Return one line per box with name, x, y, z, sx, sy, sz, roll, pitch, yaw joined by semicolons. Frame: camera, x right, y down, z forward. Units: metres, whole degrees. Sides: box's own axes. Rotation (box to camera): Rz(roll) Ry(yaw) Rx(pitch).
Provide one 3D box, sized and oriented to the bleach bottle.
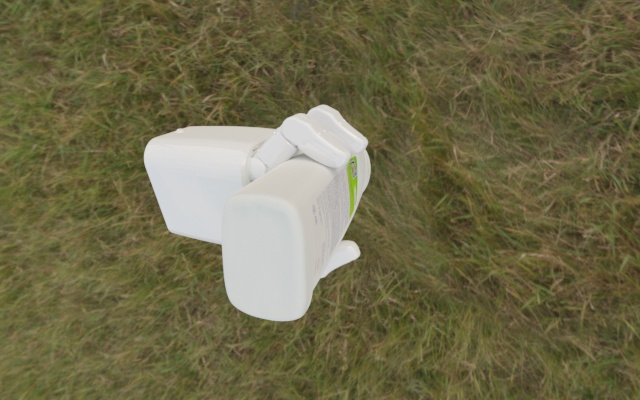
bleach bottle;0.000;0.001;0.444;0.068;0.103;0.250;7;21;18
